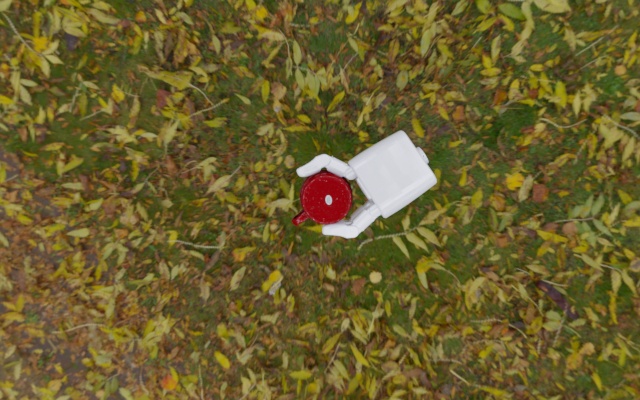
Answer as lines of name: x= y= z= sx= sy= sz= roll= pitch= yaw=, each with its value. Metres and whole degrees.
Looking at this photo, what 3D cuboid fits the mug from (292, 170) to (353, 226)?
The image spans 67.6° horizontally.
mug: x=-0.001 y=0.003 z=0.796 sx=0.117 sy=0.093 sz=0.081 roll=-35 pitch=4 yaw=3
